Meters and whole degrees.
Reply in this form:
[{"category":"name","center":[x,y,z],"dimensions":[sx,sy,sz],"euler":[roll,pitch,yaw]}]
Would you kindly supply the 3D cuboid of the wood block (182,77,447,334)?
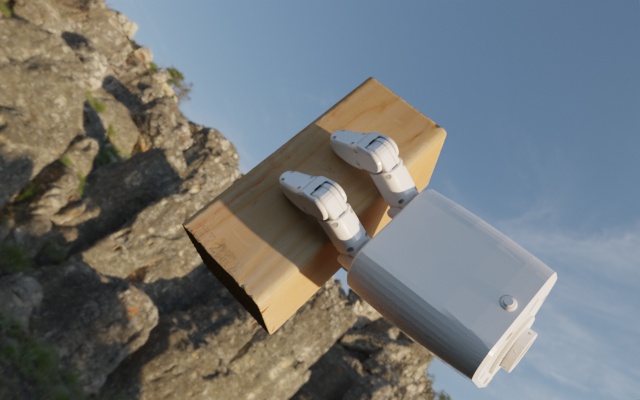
[{"category":"wood block","center":[0.000,0.002,0.409],"dimensions":[0.206,0.090,0.091],"euler":[-41,-22,-20]}]
